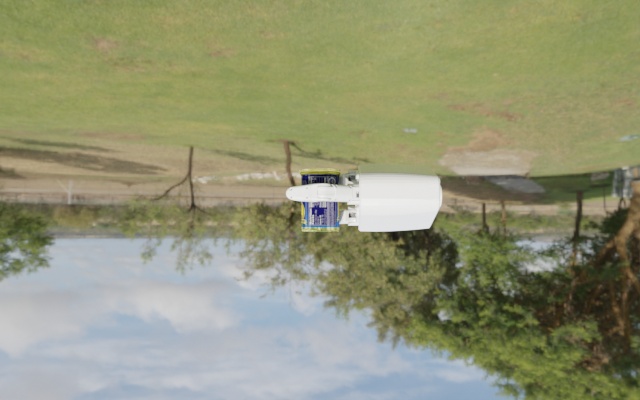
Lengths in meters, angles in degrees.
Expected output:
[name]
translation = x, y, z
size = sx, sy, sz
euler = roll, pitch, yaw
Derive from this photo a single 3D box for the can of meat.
[can of meat]
translation = 0.000, 0.003, 0.679
size = 0.057, 0.084, 0.102
euler = -1, -4, 1
